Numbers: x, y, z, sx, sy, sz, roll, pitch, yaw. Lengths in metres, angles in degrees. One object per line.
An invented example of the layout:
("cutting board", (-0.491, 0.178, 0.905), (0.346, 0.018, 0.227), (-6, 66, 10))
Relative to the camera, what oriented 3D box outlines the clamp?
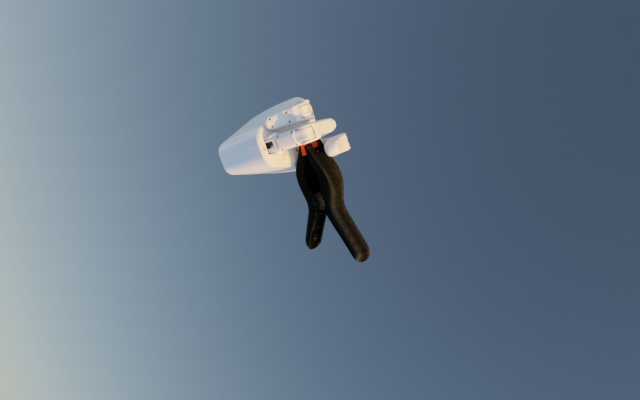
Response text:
("clamp", (0.000, 0.002, 0.645), (0.039, 0.171, 0.120), (-24, 10, -41))
